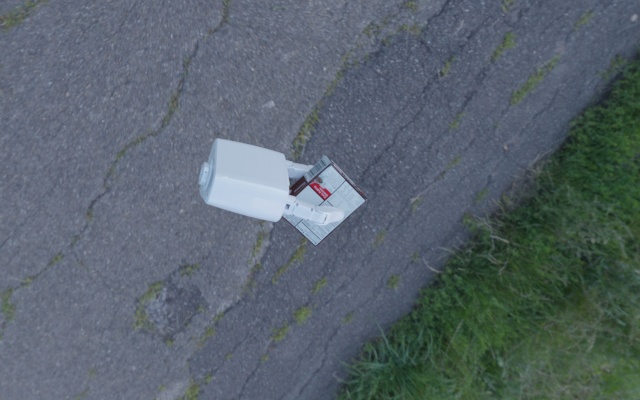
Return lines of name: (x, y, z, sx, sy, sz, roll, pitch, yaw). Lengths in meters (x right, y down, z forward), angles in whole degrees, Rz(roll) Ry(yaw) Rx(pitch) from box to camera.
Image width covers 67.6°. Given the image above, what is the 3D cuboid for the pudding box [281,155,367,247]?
pudding box: (0.000, 0.002, 0.728, 0.090, 0.113, 0.039, 44, 9, -27)
